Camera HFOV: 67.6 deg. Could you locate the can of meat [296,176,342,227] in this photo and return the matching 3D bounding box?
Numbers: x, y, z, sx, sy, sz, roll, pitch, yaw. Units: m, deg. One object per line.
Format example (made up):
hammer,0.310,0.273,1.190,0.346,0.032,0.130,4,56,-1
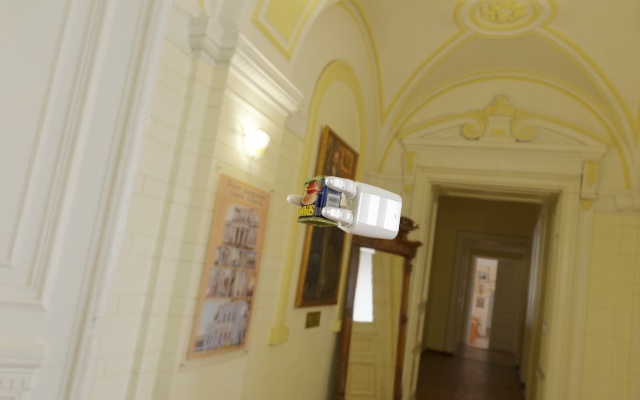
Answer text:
can of meat,0.000,0.003,0.899,0.057,0.084,0.102,13,-9,-23
